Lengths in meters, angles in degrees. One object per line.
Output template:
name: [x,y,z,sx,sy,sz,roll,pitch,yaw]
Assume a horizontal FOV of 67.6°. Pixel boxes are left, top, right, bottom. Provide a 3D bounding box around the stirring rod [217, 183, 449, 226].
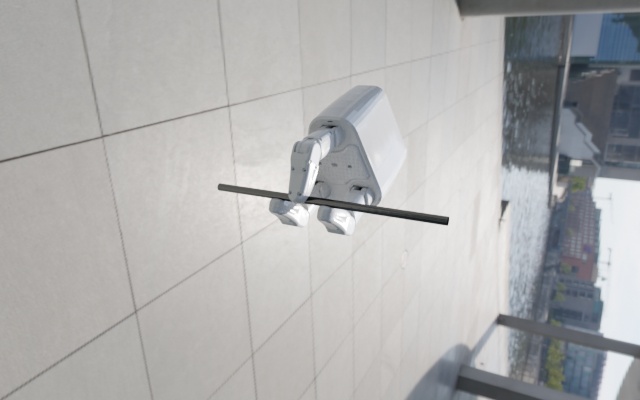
stirring rod: [0.000,0.001,0.452,0.239,0.011,0.011,8,4,26]
